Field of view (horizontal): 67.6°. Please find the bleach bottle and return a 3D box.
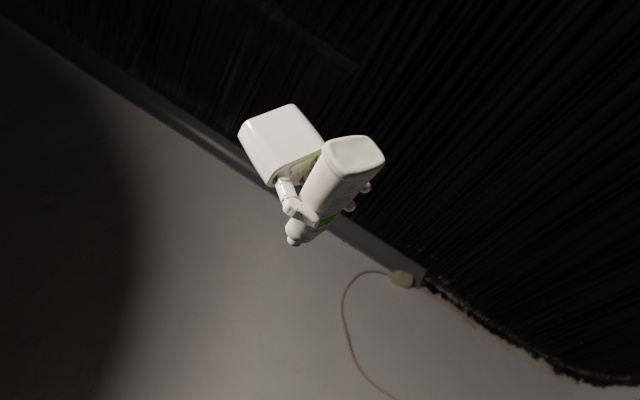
[{"bbox_3d":[0.000,0.003,0.770,0.102,0.068,0.251,-17,-25,-39],"label":"bleach bottle"}]
